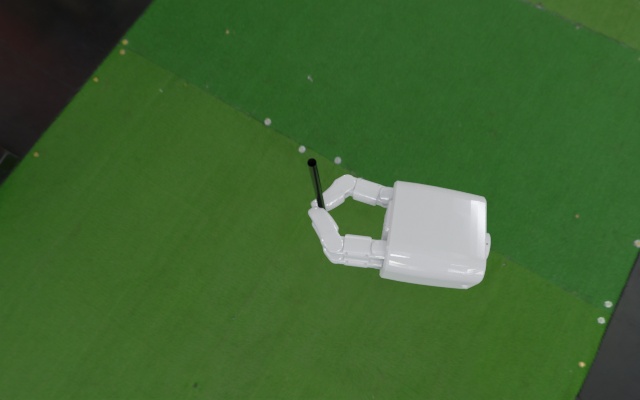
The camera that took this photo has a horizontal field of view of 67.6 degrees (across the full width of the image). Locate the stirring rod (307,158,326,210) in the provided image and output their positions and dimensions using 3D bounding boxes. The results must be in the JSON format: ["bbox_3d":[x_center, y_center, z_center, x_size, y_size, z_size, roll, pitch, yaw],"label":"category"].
[{"bbox_3d":[0.000,0.002,0.525,0.011,0.011,0.240,0,-17,4],"label":"stirring rod"}]
